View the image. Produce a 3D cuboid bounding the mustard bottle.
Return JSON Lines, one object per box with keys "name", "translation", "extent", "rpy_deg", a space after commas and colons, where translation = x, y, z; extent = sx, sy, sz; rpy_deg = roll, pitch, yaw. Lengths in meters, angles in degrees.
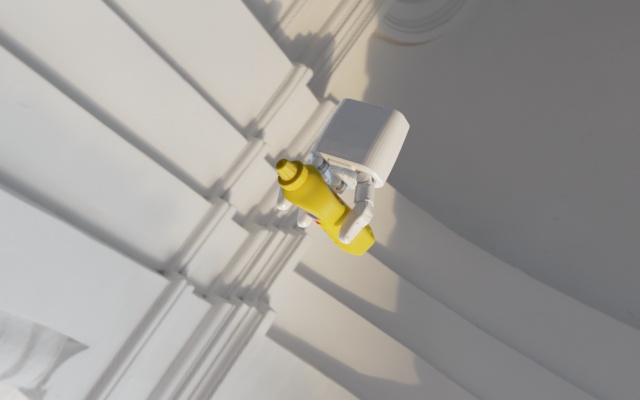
{"name": "mustard bottle", "translation": [0.000, 0.003, 0.666], "extent": [0.192, 0.058, 0.096], "rpy_deg": [45, 0, -43]}
